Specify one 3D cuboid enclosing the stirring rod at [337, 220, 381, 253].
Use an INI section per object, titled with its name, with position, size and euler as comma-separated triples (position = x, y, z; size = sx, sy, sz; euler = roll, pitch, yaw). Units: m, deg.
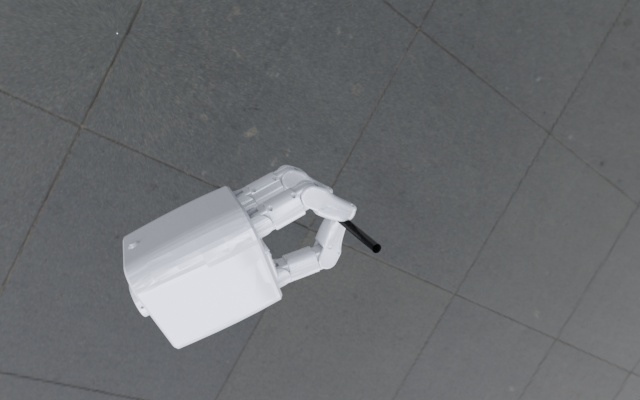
[stirring rod]
position = 0.000, 0.002, 0.486
size = 0.011, 0.011, 0.239
euler = 0, 18, -23
